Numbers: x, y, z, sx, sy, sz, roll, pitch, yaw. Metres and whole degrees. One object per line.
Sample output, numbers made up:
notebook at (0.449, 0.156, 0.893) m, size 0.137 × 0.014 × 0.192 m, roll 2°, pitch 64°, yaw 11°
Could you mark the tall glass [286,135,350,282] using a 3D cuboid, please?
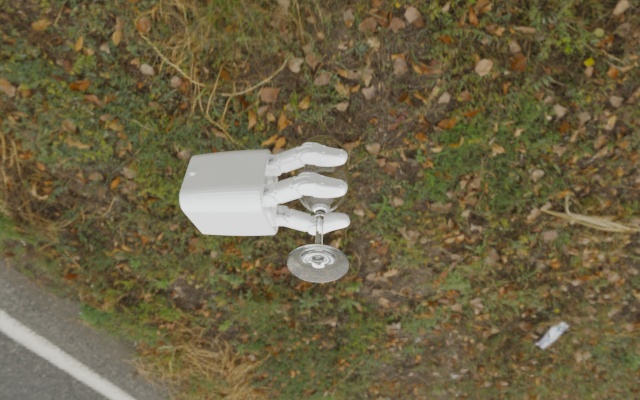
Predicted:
tall glass at (0.000, 0.003, 0.624) m, size 0.079 × 0.200 × 0.079 m, roll 2°, pitch -42°, yaw 2°
